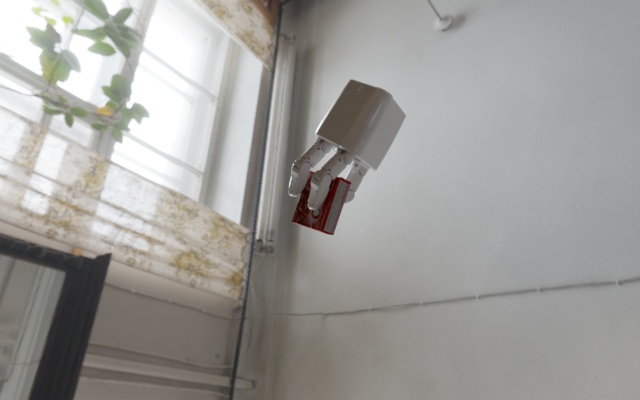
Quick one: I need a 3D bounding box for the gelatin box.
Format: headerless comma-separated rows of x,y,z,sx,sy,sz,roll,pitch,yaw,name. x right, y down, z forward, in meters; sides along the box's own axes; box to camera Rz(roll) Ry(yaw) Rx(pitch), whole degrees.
0.000,0.003,0.746,0.073,0.089,0.030,15,-5,45,gelatin box
